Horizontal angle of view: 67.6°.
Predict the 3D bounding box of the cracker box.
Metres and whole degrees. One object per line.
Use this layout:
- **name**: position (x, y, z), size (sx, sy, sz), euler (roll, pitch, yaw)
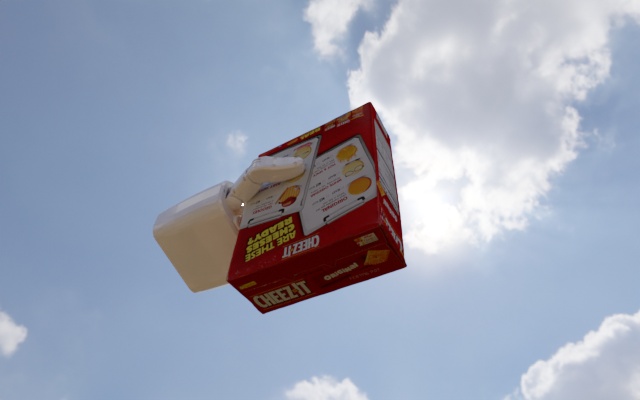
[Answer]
- **cracker box**: position (0.000, 0.001, 0.522), size (0.164, 0.072, 0.213), euler (-22, 36, 20)
